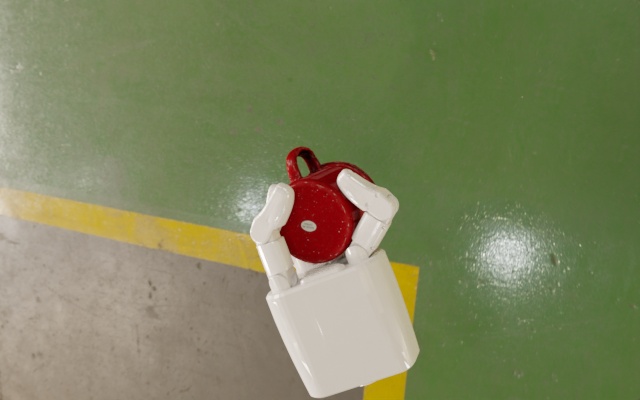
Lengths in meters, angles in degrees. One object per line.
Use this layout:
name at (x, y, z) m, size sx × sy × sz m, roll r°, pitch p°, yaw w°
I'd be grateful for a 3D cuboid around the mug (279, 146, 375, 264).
mug at (-0.001, 0.000, 0.470) m, size 0.093 × 0.117 × 0.081 m, roll -21°, pitch 3°, yaw 25°
